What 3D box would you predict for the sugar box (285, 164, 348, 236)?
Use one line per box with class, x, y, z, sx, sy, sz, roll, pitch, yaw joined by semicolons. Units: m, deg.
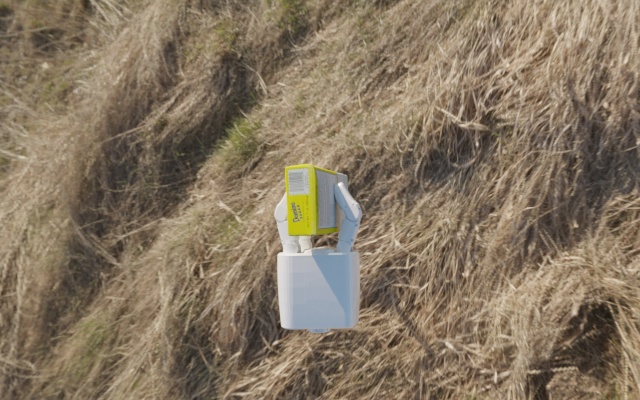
sugar box;0.000;0.002;0.695;0.048;0.093;0.176;-2;-3;15
